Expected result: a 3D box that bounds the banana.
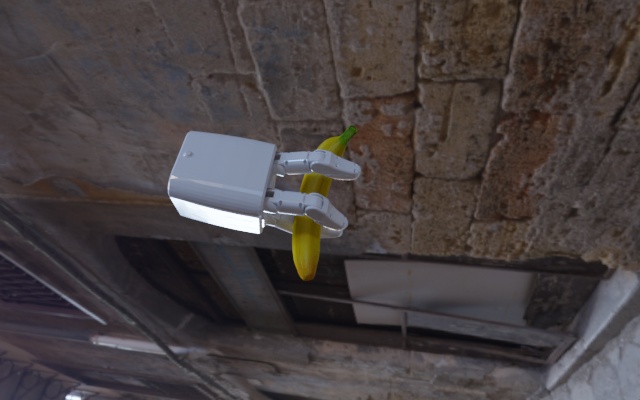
[{"bbox_3d":[-0.006,0.001,0.592,0.037,0.197,0.069,19,-13,-18],"label":"banana"}]
